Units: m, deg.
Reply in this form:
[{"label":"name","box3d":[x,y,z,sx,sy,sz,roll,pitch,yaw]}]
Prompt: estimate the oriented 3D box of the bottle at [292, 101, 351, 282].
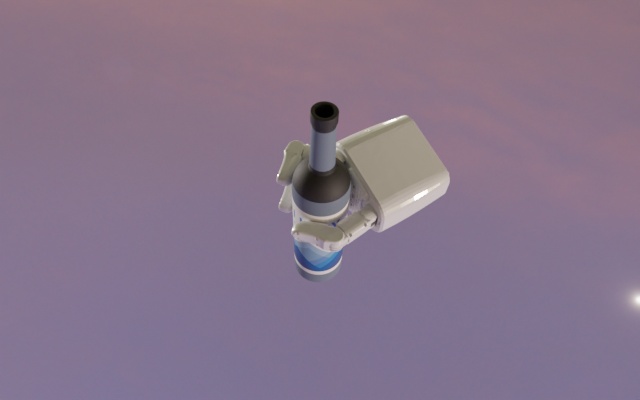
[{"label":"bottle","box3d":[0.000,0.002,0.564,0.069,0.069,0.296,0,-35,-2]}]
